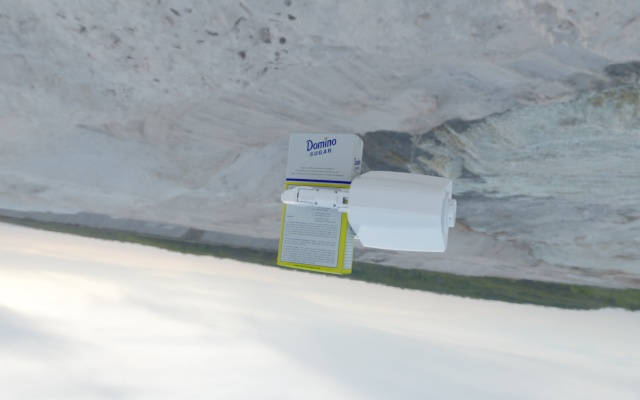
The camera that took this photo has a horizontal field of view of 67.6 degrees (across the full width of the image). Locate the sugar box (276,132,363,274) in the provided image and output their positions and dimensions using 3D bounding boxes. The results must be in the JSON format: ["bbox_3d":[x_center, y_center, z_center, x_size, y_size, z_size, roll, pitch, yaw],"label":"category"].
[{"bbox_3d":[0.000,0.002,0.620,0.093,0.176,0.048,5,-7,21],"label":"sugar box"}]
